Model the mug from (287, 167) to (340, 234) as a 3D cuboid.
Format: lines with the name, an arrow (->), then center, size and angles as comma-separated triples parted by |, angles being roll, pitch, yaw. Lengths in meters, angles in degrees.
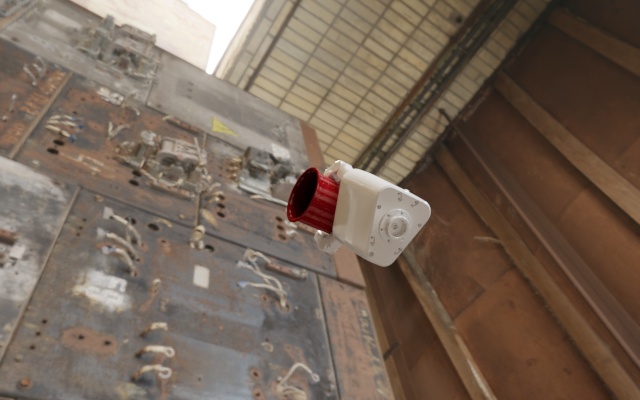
mug -> 0.000, 0.002, 0.770 | 0.081, 0.093, 0.117 | 24, 4, -25
